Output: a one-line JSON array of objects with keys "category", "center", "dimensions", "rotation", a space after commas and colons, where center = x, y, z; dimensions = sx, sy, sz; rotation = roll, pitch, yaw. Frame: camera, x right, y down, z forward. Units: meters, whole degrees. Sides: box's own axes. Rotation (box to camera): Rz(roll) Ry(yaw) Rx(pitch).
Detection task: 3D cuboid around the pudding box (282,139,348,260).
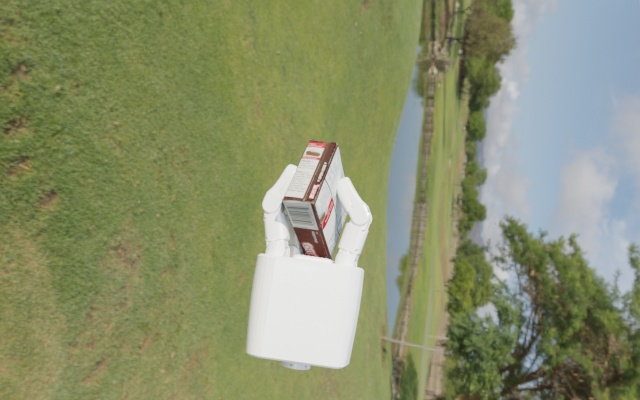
[{"category": "pudding box", "center": [0.000, 0.002, 0.545], "dimensions": [0.039, 0.090, 0.114], "rotation": [8, -36, 18]}]
